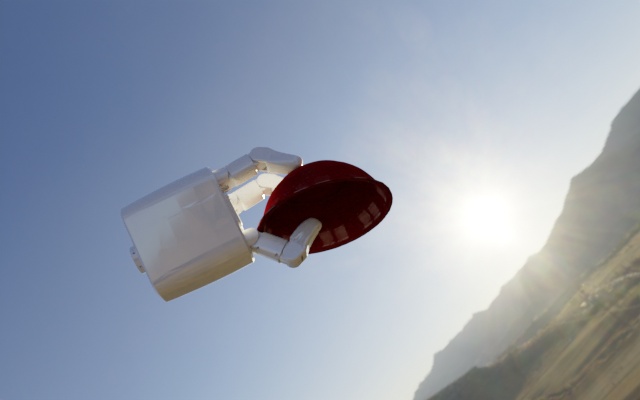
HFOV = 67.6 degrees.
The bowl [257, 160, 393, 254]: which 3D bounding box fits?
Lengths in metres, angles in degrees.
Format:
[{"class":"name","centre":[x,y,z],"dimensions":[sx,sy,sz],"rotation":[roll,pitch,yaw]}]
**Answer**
[{"class":"bowl","centre":[0.001,0.001,0.560],"dimensions":[0.162,0.055,0.162],"rotation":[-13,-31,-8]}]
